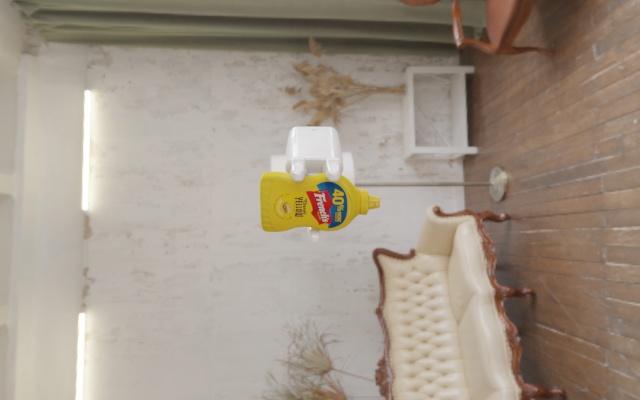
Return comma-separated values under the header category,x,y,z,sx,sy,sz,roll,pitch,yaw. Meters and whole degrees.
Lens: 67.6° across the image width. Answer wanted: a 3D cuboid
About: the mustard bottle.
category,x,y,z,sx,sy,sz,roll,pitch,yaw
mustard bottle,0.000,0.003,0.771,0.191,0.096,0.058,0,19,-2
